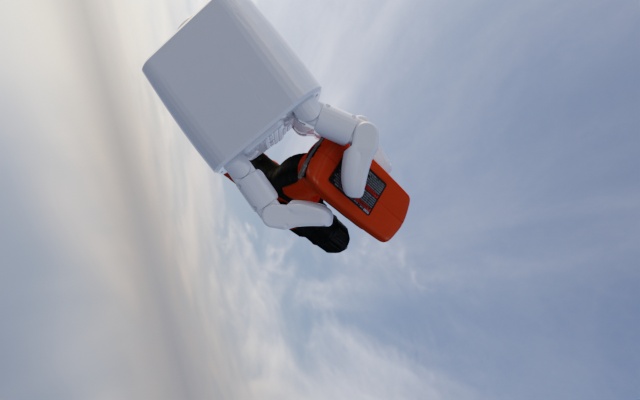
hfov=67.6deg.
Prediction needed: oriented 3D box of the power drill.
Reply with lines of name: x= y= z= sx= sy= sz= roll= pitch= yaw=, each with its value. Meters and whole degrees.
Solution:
power drill: x=0.000 y=0.001 z=0.487 sx=0.184 sy=0.057 sz=0.187 roll=38 pitch=-21 yaw=-25
